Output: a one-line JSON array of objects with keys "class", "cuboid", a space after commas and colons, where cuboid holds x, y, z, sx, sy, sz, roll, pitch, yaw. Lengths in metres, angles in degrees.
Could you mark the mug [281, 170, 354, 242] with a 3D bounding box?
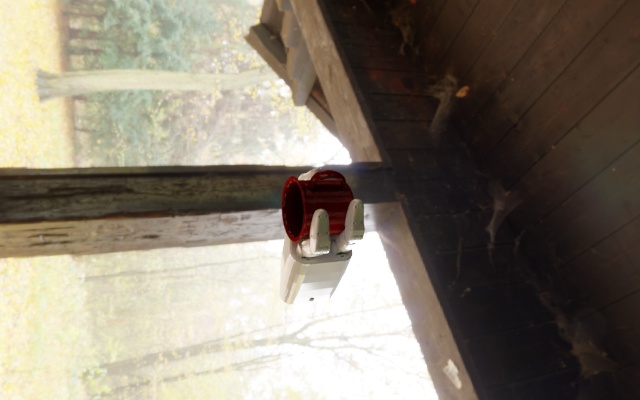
[{"class": "mug", "cuboid": [0.001, 0.001, 0.680, 0.081, 0.117, 0.093, -2, 44, -24]}]
